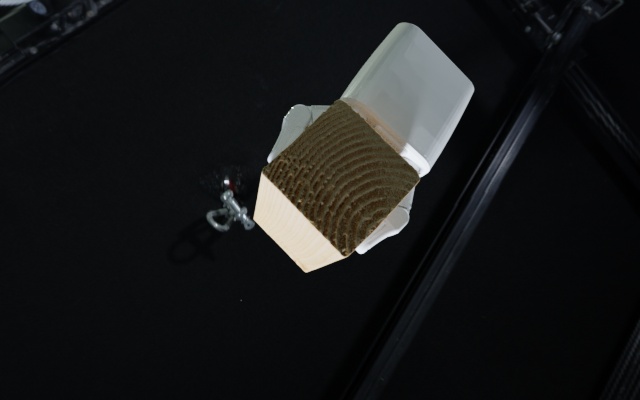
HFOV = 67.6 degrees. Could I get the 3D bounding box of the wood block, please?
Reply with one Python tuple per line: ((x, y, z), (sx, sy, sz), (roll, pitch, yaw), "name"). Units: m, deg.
((0.001, 0.001, 0.452), (0.090, 0.091, 0.206), (-45, -2, -15), "wood block")
